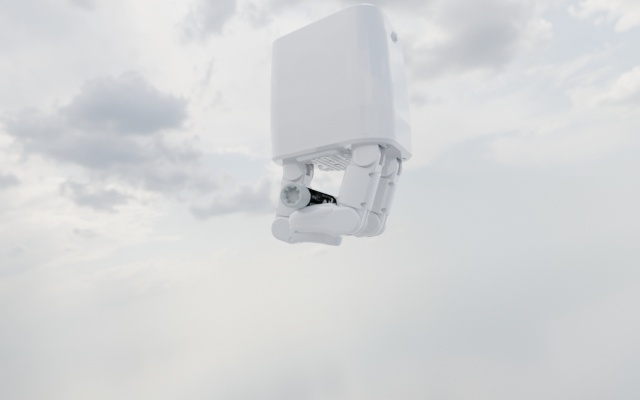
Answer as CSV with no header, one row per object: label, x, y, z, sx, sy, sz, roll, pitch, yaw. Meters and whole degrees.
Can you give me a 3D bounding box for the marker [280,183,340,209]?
marker,0.000,0.001,0.407,0.020,0.020,0.121,0,-5,21
